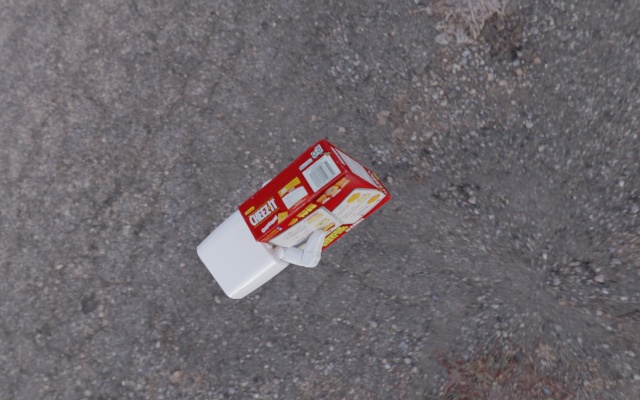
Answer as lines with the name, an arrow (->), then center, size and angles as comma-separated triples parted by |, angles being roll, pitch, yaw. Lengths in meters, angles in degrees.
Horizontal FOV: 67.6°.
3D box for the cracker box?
cracker box -> 0.000, 0.003, 0.743 | 0.164, 0.072, 0.214 | -38, -22, 14
